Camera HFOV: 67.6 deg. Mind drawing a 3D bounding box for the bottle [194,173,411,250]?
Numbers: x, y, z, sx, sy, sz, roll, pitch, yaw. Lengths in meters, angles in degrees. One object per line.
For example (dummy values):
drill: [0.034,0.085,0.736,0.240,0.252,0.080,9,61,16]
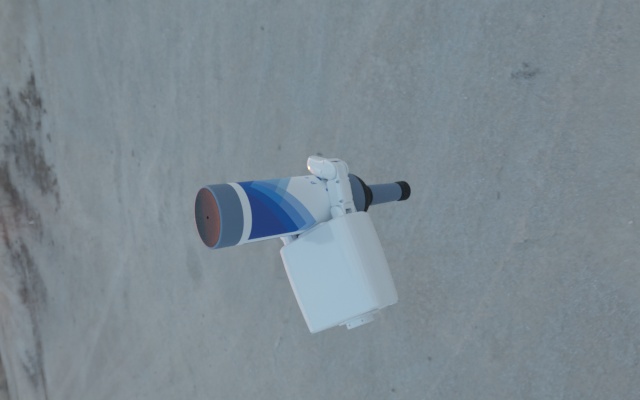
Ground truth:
bottle: [0.000,0.002,0.577,0.295,0.069,0.069,-8,5,-37]
